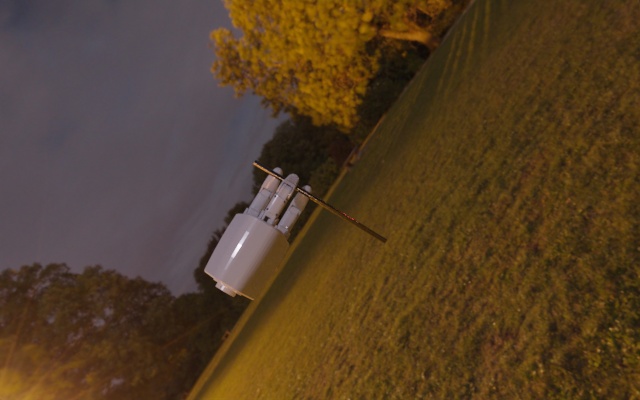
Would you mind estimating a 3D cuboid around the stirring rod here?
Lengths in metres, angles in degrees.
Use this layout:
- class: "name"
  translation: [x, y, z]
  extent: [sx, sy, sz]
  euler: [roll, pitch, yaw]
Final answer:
- class: "stirring rod"
  translation: [0.000, 0.003, 0.749]
  extent: [0.239, 0.011, 0.011]
  euler: [31, -2, -2]
